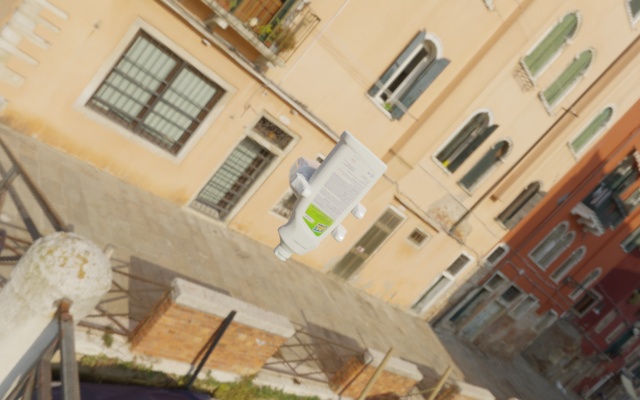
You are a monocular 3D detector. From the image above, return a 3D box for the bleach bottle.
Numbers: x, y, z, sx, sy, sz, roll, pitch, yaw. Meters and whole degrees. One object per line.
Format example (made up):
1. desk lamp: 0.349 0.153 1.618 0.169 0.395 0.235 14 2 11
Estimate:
1. bleach bottle: 0.000 0.003 0.851 0.102 0.251 0.068 39 9 -14
